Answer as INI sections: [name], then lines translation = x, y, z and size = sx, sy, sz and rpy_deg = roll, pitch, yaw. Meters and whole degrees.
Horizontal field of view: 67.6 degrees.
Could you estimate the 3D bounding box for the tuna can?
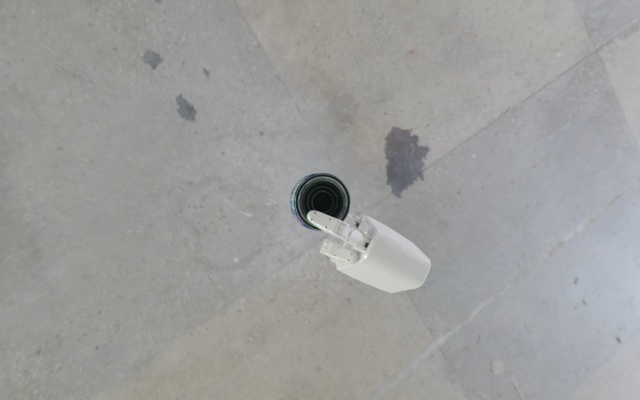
[tuna can]
translation = 0.000, 0.002, 0.698
size = 0.086, 0.086, 0.034
rpy_deg = 0, 1, -13
